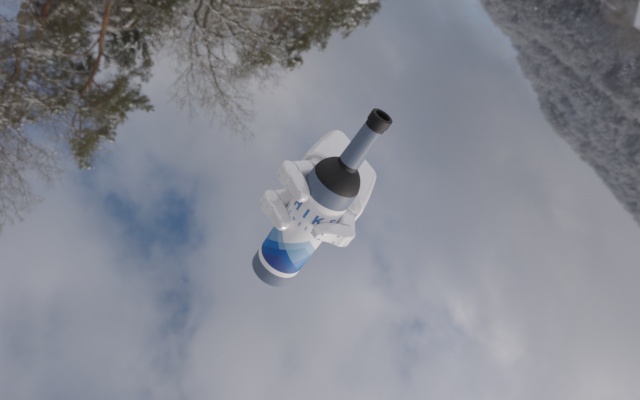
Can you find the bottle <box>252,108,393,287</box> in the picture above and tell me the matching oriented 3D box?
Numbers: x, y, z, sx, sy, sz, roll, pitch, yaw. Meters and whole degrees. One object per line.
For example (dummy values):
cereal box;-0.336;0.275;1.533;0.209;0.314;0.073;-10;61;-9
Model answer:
bottle;0.000;0.002;0.629;0.069;0.069;0.296;0;-43;-41
